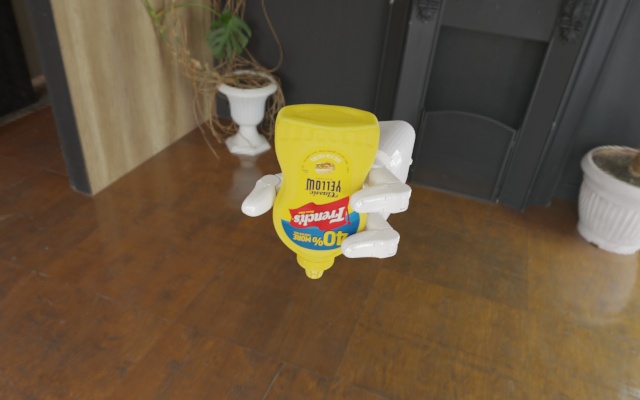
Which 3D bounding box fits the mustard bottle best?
[{"bbox_3d":[0.000,0.002,0.487,0.096,0.192,0.058,3,33,-3],"label":"mustard bottle"}]
